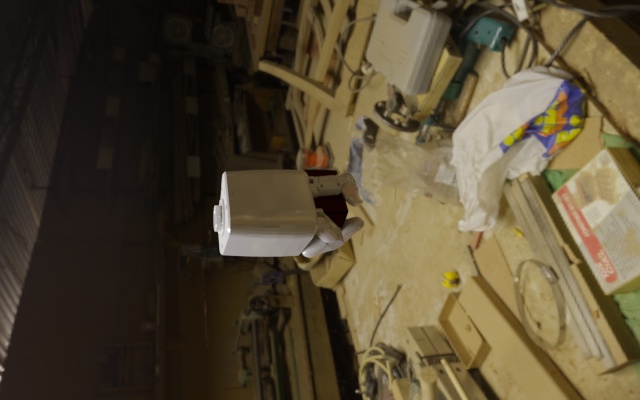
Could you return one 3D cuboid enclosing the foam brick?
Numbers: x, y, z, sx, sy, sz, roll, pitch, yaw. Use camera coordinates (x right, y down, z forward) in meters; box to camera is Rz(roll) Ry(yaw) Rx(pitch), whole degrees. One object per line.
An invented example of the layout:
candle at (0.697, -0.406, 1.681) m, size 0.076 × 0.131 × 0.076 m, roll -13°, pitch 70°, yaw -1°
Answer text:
foam brick at (0.000, 0.002, 0.654) m, size 0.051 × 0.078 × 0.053 m, roll 0°, pitch -40°, yaw -17°
